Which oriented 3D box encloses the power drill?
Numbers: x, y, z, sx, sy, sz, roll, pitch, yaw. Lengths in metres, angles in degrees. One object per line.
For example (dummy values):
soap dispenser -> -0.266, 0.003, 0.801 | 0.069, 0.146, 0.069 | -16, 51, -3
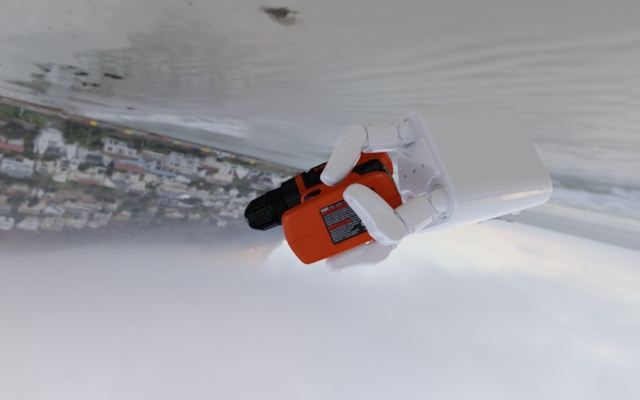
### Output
power drill -> 0.000, 0.002, 0.495 | 0.184, 0.057, 0.187 | -25, 14, 2
